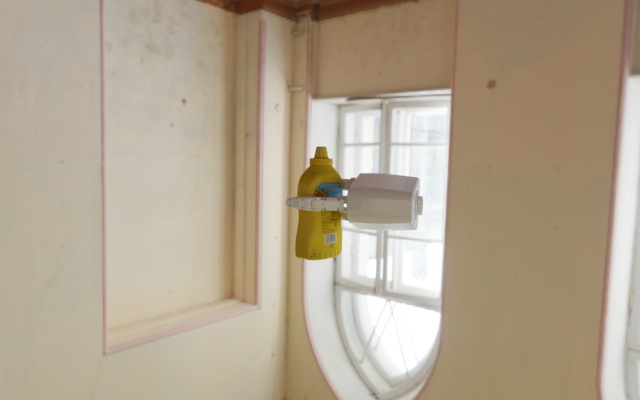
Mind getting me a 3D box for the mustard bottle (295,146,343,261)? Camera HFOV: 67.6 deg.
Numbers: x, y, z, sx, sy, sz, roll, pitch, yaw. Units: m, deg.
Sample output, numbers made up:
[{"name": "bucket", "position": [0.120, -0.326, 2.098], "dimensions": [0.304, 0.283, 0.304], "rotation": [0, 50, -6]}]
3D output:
[{"name": "mustard bottle", "position": [0.000, 0.003, 0.825], "dimensions": [0.058, 0.191, 0.096], "rotation": [6, 7, 42]}]
